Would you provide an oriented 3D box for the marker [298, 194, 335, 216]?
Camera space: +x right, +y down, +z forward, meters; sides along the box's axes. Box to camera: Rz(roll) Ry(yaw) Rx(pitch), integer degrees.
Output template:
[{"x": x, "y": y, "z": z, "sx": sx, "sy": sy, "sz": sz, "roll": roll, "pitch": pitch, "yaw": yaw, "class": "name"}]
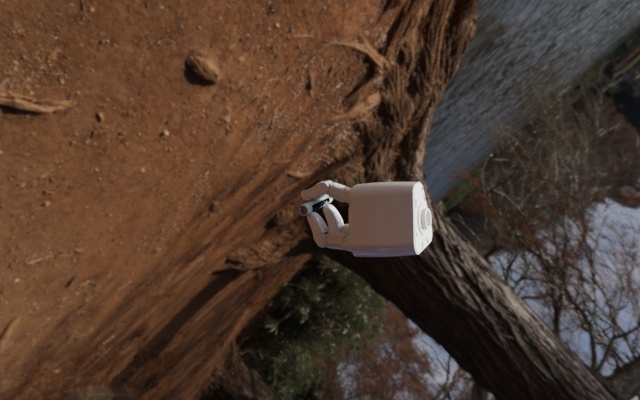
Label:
[{"x": 0.000, "y": 0.003, "z": 0.822, "sx": 0.020, "sy": 0.020, "sz": 0.121, "roll": 0, "pitch": 13, "yaw": 29, "class": "marker"}]
